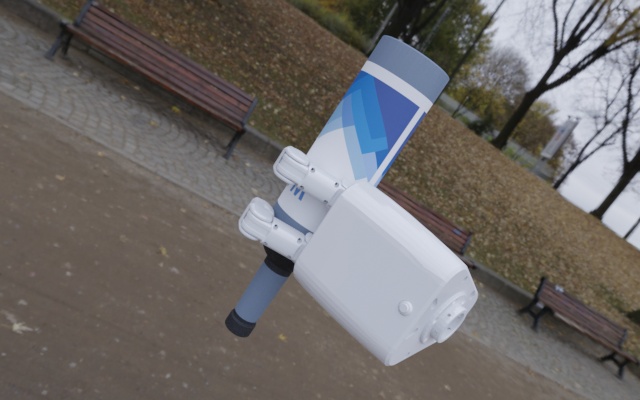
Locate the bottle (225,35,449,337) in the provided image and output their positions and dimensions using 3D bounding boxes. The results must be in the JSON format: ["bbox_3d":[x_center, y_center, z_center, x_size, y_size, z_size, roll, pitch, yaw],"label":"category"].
[{"bbox_3d":[0.000,0.001,0.427,0.069,0.296,0.069,32,11,-7],"label":"bottle"}]
